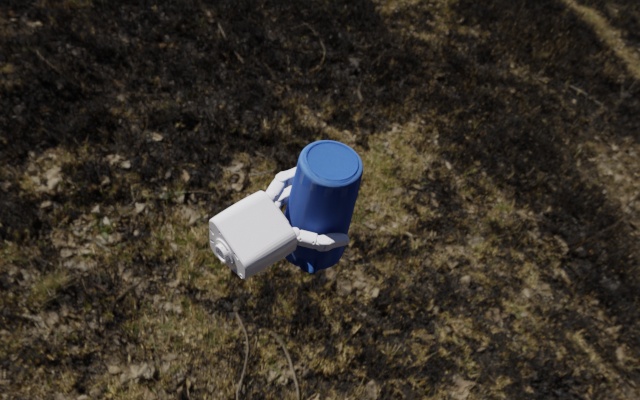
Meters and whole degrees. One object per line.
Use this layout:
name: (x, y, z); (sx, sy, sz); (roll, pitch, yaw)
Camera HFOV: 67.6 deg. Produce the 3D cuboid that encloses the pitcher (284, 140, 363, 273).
pitcher: (0.000, 0.003, 0.872); (0.145, 0.149, 0.243); (-28, -29, -30)
